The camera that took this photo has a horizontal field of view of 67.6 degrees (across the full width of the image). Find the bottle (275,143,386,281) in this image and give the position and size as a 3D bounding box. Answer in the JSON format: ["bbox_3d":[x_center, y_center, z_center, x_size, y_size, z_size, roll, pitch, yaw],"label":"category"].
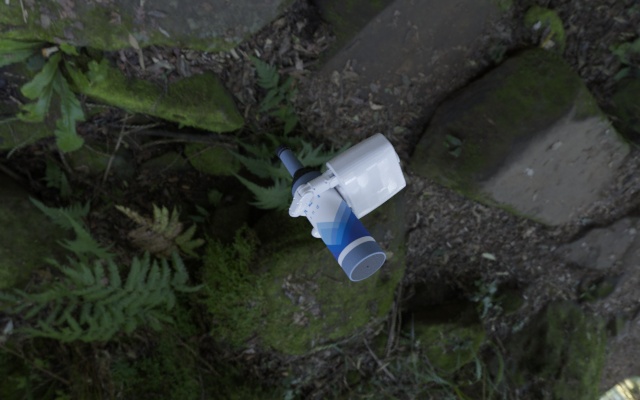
[{"bbox_3d":[0.000,0.003,0.811,0.069,0.069,0.295,0,42,-42],"label":"bottle"}]
